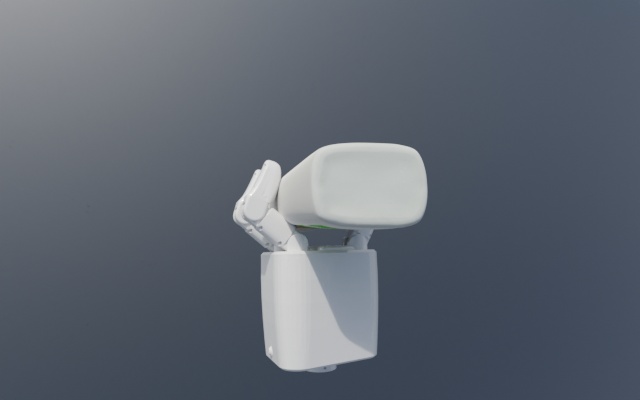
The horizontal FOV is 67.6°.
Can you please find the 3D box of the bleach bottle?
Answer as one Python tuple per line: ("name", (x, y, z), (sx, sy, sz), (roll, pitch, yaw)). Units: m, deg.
("bleach bottle", (0.000, 0.002, 0.483), (0.102, 0.068, 0.251), (1, -7, -18))
